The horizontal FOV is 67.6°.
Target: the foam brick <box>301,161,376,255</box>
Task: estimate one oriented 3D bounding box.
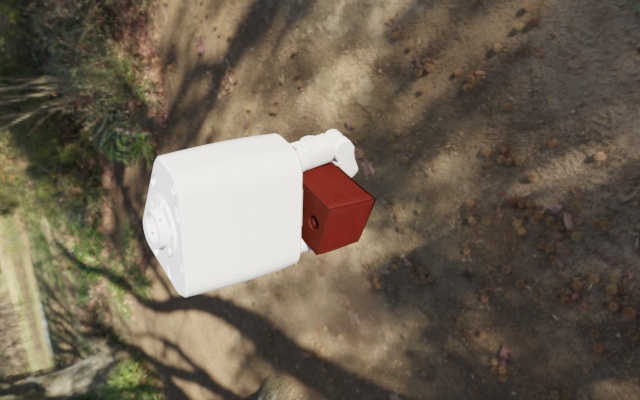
[{"bbox_3d":[0.000,0.001,0.430,0.051,0.053,0.078,-14,44,-37],"label":"foam brick"}]
